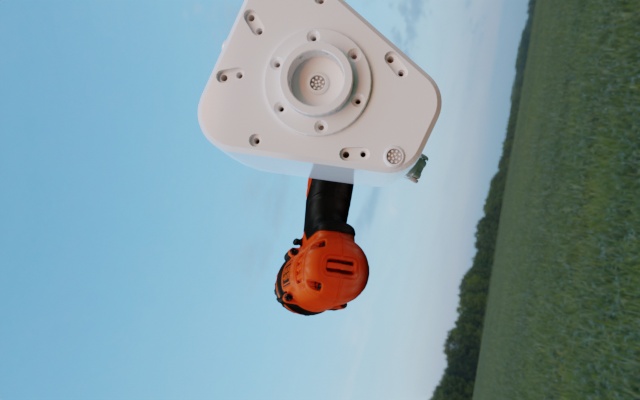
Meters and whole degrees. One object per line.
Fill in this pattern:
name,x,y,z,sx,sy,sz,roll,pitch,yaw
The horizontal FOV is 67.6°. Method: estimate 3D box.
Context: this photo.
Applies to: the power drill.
power drill,0.000,0.001,0.402,0.057,0.187,0.184,8,-16,-13
